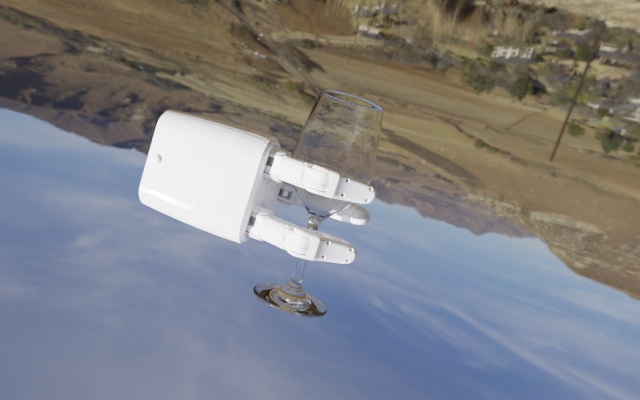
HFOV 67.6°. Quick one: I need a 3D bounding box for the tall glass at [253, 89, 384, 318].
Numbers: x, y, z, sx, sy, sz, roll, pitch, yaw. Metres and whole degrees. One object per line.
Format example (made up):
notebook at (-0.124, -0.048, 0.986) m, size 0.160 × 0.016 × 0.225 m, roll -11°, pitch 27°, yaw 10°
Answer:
tall glass at (0.000, 0.002, 0.450) m, size 0.079 × 0.201 × 0.079 m, roll 18°, pitch 5°, yaw -2°
